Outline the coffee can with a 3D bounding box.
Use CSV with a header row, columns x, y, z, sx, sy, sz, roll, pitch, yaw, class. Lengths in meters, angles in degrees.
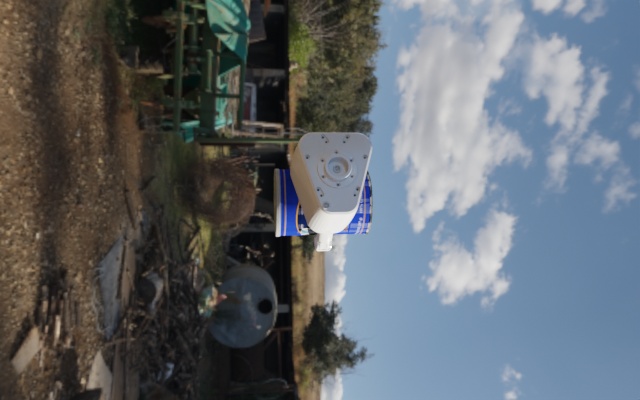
x,y,z,sx,sy,sz,roll,pitch,yaw,class
0.000,0.003,0.730,0.140,0.103,0.103,-1,0,-7,coffee can
